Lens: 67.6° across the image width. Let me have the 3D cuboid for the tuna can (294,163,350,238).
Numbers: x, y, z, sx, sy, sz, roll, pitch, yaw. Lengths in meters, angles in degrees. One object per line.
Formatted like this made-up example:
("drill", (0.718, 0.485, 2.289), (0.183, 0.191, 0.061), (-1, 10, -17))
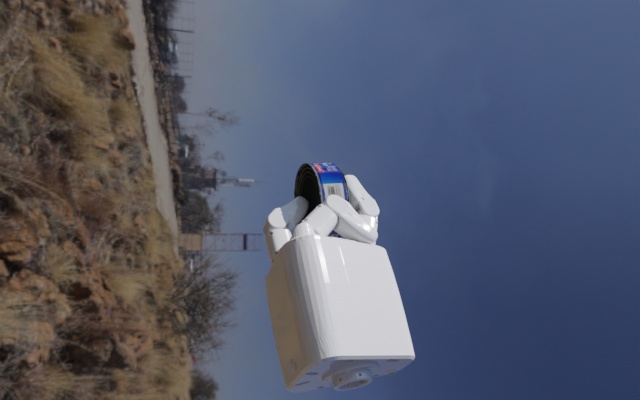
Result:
("tuna can", (0.001, 0.002, 0.521), (0.034, 0.086, 0.086), (-3, 1, -21))
